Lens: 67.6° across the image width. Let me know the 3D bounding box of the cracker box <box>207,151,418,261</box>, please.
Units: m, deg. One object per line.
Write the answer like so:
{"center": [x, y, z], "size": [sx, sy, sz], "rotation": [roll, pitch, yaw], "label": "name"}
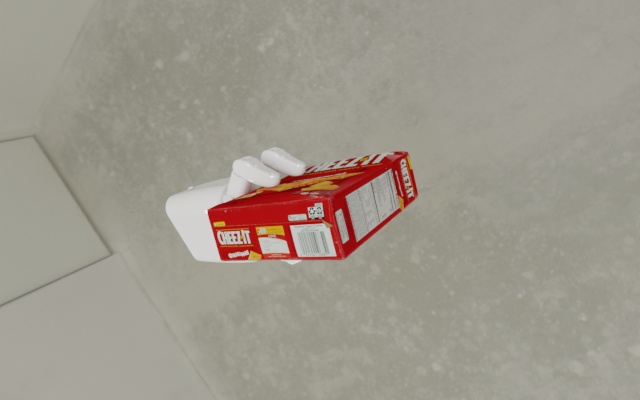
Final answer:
{"center": [0.000, 0.002, 0.572], "size": [0.164, 0.072, 0.213], "rotation": [-5, 14, 33], "label": "cracker box"}
